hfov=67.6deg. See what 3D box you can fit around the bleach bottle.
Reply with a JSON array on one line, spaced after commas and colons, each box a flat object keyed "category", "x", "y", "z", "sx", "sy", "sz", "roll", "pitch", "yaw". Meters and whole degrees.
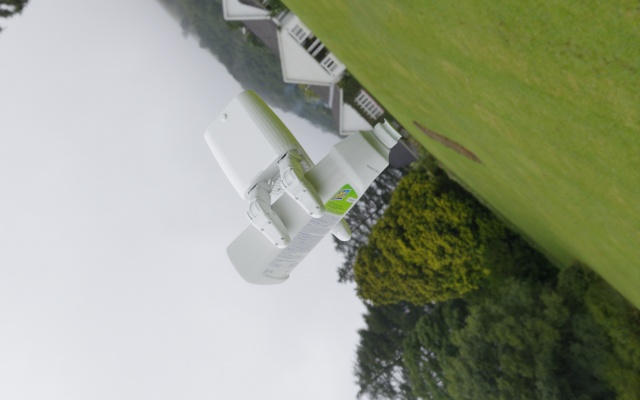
[{"category": "bleach bottle", "x": 0.000, "y": 0.002, "z": 0.582, "sx": 0.251, "sy": 0.068, "sz": 0.102, "roll": -44, "pitch": -23, "yaw": 16}]
